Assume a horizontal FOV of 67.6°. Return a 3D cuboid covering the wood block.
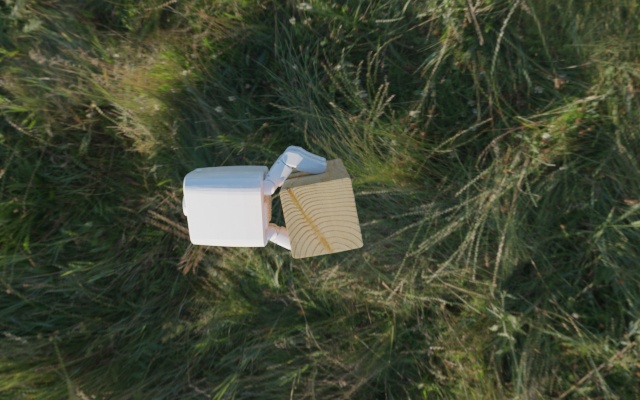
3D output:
[{"bbox_3d":[0.000,0.003,0.676,0.090,0.091,0.206,-10,11,1],"label":"wood block"}]
